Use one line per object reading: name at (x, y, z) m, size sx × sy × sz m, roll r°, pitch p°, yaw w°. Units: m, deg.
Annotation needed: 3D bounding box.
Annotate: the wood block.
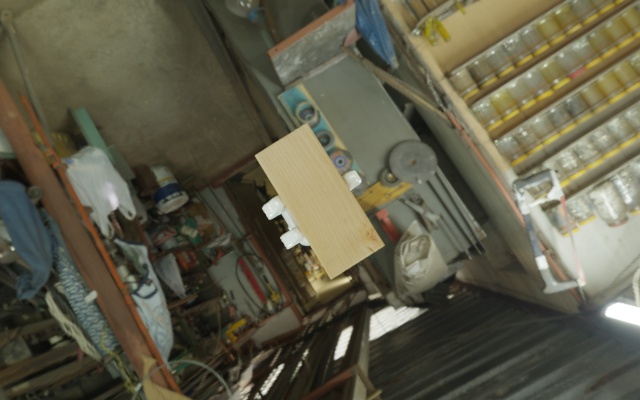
wood block at (0.000, 0.002, 0.711) m, size 0.091 × 0.206 × 0.090 m, roll -32°, pitch -6°, yaw 0°
